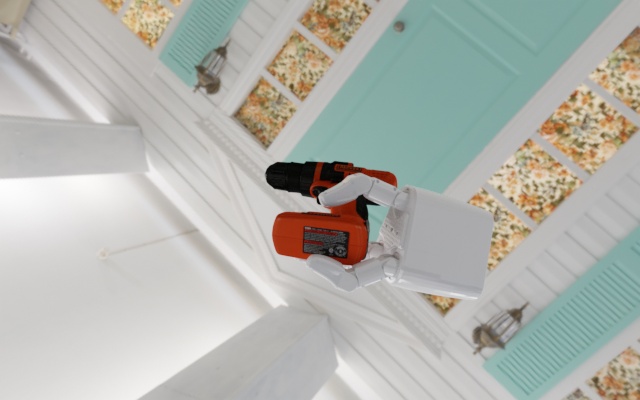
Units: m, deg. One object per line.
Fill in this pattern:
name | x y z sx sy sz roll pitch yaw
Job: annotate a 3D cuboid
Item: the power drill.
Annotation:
power drill | 0.000 0.002 0.598 0.184 0.057 0.187 5 28 10
